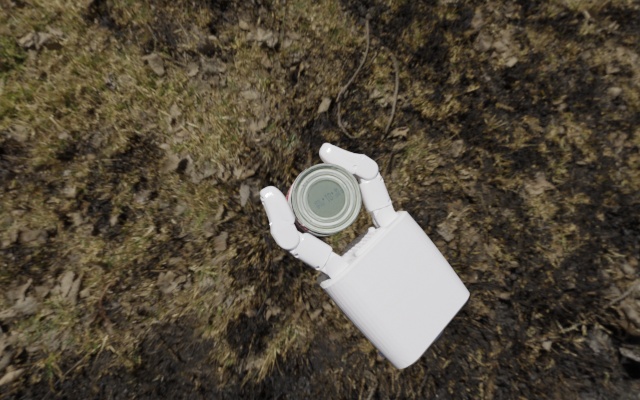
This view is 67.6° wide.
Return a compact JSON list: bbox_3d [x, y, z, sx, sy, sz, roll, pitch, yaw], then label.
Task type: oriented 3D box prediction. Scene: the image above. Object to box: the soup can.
[{"bbox_3d":[0.000,0.001,0.483,0.068,0.068,0.102,0,-3,-7],"label":"soup can"}]
